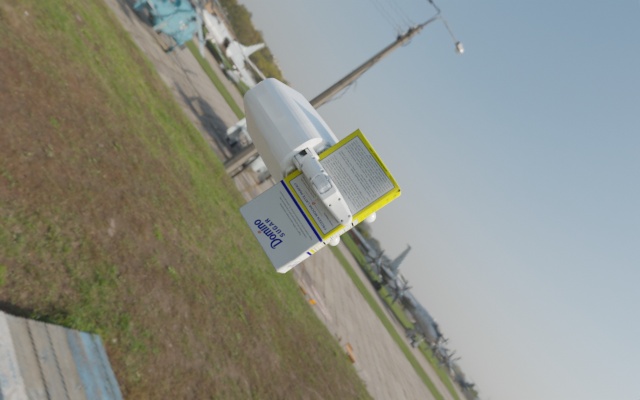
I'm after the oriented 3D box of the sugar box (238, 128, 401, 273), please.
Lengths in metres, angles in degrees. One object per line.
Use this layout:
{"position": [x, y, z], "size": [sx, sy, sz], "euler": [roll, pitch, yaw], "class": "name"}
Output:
{"position": [0.000, 0.002, 0.580], "size": [0.176, 0.093, 0.048], "euler": [-34, -13, 2], "class": "sugar box"}
